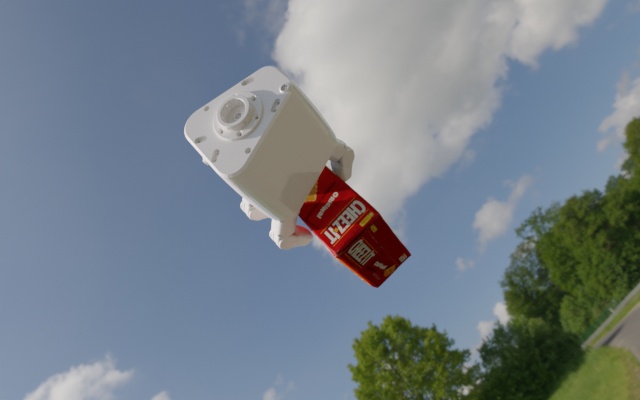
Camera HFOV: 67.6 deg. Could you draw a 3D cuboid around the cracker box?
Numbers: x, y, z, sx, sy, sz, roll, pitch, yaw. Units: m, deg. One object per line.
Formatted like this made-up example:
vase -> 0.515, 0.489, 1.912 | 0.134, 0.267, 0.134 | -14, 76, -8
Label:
cracker box -> 0.000, 0.002, 0.598 | 0.213, 0.072, 0.164 | 44, 0, 31
